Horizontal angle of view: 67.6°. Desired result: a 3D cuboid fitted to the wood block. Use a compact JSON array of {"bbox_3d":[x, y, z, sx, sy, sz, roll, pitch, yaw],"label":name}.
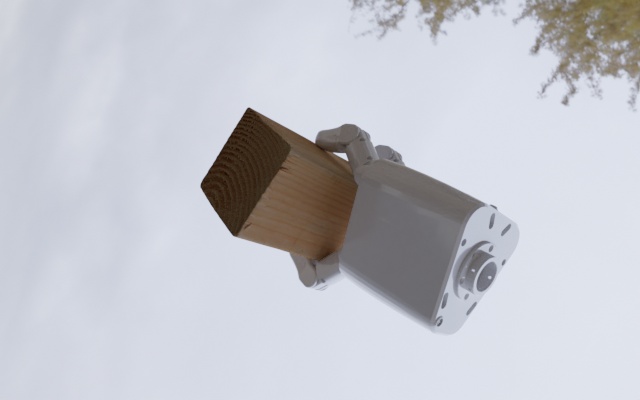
[{"bbox_3d":[0.000,0.002,0.478,0.206,0.091,0.090,23,16,-44],"label":"wood block"}]
